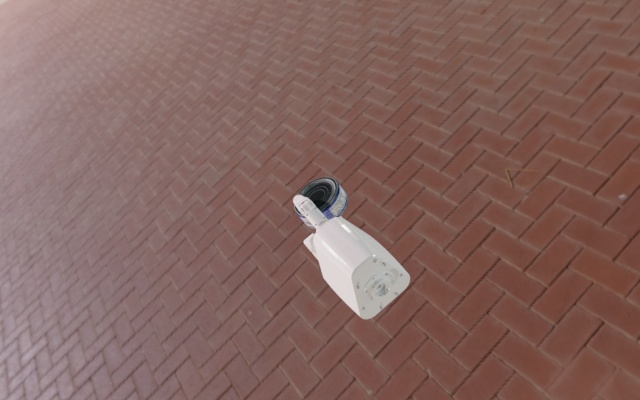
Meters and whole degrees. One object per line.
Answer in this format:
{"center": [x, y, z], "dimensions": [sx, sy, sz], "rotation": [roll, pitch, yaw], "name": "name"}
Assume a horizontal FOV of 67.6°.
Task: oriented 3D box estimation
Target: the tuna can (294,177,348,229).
{"center": [0.000, 0.002, 0.784], "dimensions": [0.086, 0.086, 0.034], "rotation": [0, -39, 40], "name": "tuna can"}
